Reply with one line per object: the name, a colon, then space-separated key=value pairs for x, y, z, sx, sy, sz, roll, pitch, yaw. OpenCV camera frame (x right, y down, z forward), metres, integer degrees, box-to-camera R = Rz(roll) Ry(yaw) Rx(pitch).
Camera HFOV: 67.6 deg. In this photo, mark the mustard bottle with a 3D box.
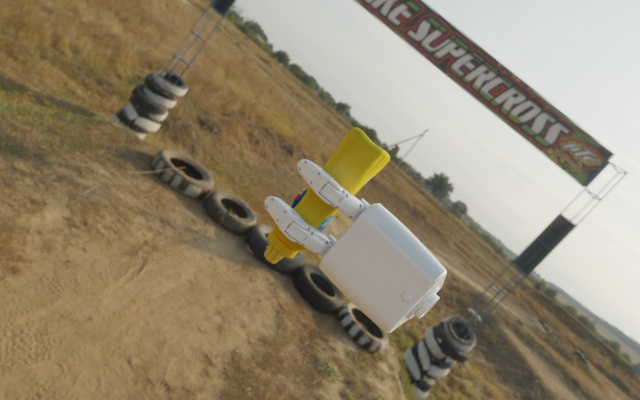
mustard bottle: x=0.000 y=0.001 z=0.571 sx=0.058 sy=0.191 sz=0.096 roll=41 pitch=9 yaw=-2
